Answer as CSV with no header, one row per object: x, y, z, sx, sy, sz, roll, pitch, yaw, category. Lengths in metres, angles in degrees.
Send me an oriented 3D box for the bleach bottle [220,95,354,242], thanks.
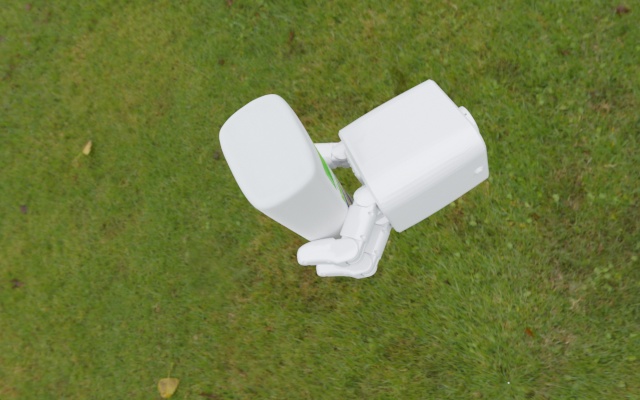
0.000,0.002,0.483,0.068,0.102,0.251,-32,-28,8,bleach bottle
